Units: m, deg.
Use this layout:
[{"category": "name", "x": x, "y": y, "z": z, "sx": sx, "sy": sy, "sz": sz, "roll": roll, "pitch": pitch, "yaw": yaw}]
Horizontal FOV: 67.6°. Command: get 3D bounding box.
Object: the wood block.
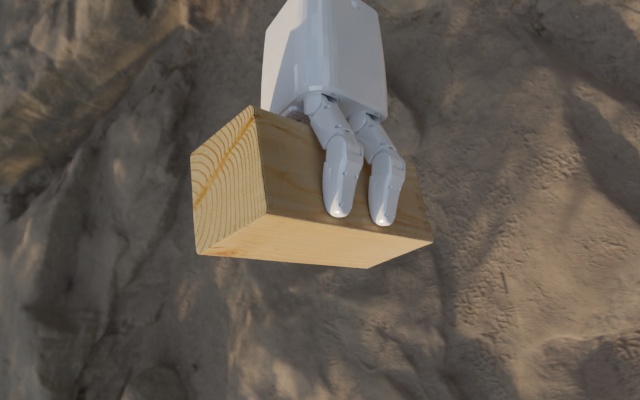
[{"category": "wood block", "x": 0.000, "y": 0.001, "z": 0.427, "sx": 0.206, "sy": 0.090, "sz": 0.091, "roll": 12, "pitch": -30, "yaw": -44}]
